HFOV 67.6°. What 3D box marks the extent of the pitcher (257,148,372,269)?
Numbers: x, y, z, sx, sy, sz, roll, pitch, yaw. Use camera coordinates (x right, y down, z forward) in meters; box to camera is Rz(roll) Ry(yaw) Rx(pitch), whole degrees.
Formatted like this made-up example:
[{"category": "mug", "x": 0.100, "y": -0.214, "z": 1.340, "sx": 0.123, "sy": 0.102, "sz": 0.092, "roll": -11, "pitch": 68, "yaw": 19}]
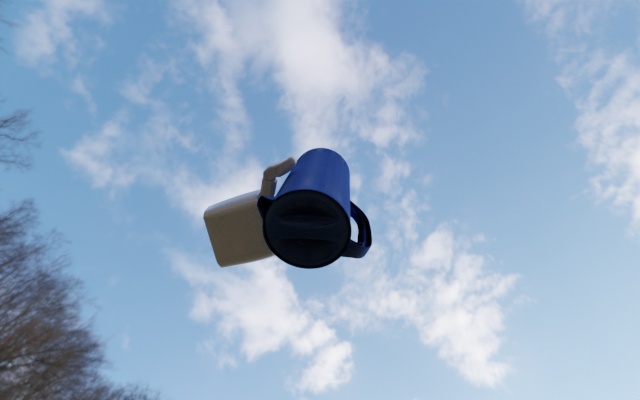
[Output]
[{"category": "pitcher", "x": 0.000, "y": 0.003, "z": 0.805, "sx": 0.145, "sy": 0.149, "sz": 0.242, "roll": -15, "pitch": 22, "yaw": 13}]
